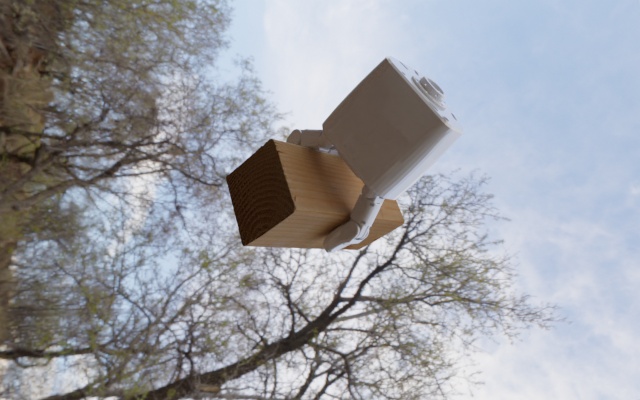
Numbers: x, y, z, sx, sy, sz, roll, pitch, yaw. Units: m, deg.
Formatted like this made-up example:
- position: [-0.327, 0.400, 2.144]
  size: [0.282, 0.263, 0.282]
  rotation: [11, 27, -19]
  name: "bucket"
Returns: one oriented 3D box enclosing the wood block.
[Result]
- position: [0.001, 0.002, 0.586]
  size: [0.090, 0.090, 0.206]
  rotation: [-34, -27, 34]
  name: "wood block"
